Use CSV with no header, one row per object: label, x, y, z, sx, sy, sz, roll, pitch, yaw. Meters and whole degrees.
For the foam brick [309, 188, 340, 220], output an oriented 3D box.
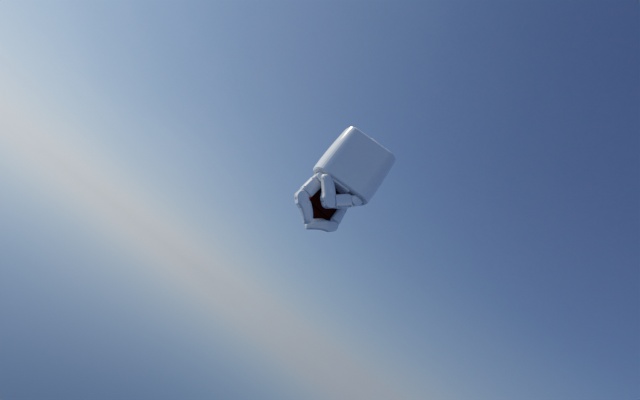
foam brick,0.000,0.003,0.895,0.053,0.051,0.078,40,-15,-13
